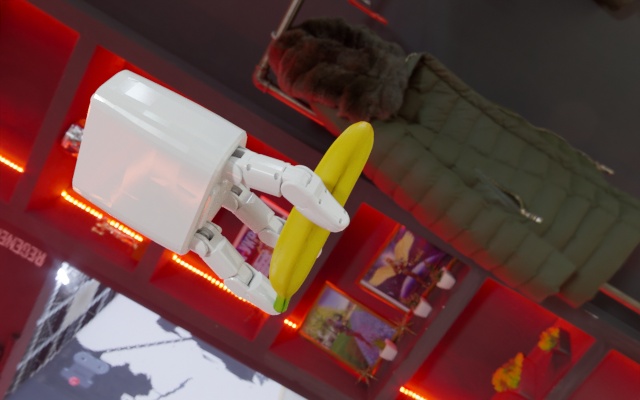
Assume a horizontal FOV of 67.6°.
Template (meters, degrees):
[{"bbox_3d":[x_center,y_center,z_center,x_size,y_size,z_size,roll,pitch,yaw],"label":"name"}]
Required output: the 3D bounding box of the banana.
[{"bbox_3d":[0.001,0.000,0.413,0.037,0.197,0.070,29,-17,-1],"label":"banana"}]
